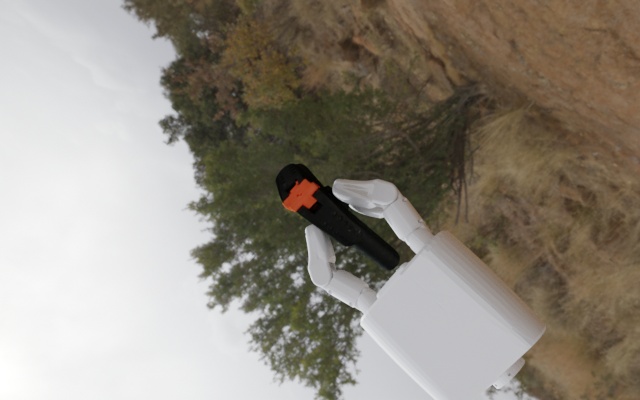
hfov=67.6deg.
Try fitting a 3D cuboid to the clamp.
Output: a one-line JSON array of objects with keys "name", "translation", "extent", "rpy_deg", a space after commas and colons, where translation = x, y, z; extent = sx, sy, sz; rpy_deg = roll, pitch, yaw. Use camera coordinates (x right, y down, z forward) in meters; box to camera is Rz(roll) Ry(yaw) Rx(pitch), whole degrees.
[{"name": "clamp", "translation": [0.000, 0.002, 0.465], "extent": [0.164, 0.036, 0.210], "rpy_deg": [43, 4, 20]}]
